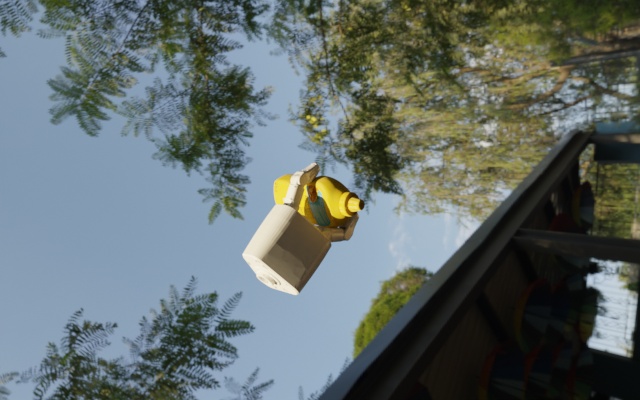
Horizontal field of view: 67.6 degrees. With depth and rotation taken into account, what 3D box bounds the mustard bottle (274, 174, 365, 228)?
[{"bbox_3d":[0.000,0.003,0.849,0.191,0.096,0.058,4,28,46],"label":"mustard bottle"}]
